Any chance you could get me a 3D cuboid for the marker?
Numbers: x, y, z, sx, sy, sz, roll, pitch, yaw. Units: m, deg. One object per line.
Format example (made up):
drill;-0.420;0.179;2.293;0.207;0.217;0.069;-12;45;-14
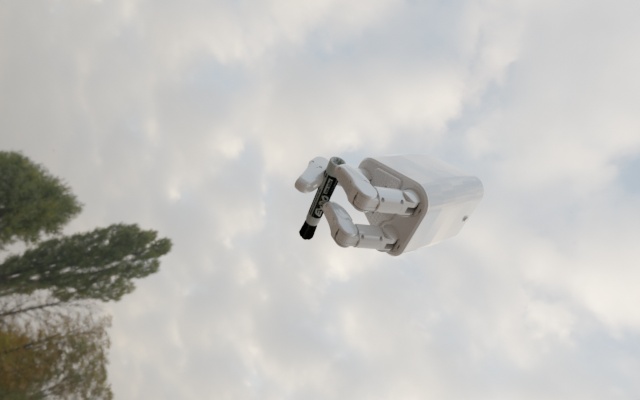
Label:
marker;0.000;0.002;0.551;0.020;0.121;0.020;14;38;-12
